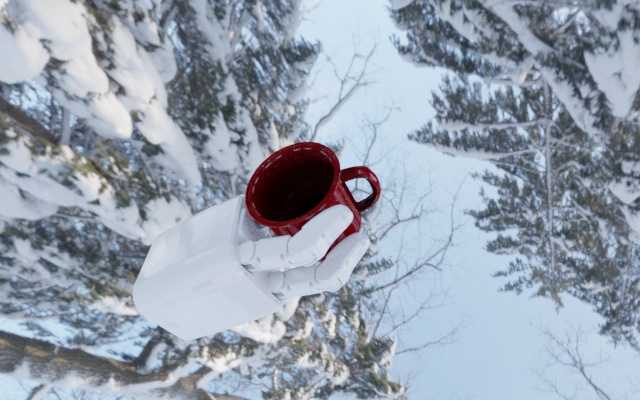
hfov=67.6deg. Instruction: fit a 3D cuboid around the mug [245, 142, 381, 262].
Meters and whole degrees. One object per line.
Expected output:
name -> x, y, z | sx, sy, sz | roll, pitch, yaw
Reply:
mug -> 0.001, 0.001, 0.449 | 0.117, 0.093, 0.081 | -21, -41, 12
